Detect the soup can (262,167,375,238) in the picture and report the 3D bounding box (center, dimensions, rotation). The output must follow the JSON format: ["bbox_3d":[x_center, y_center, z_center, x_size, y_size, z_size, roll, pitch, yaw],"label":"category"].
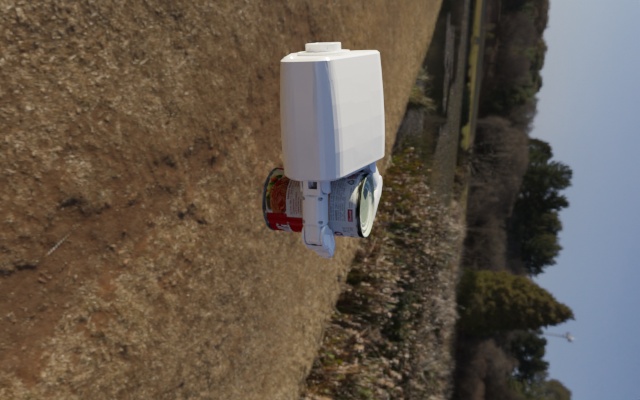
[{"bbox_3d":[0.000,0.002,0.495,0.102,0.068,0.068,4,1,19],"label":"soup can"}]
